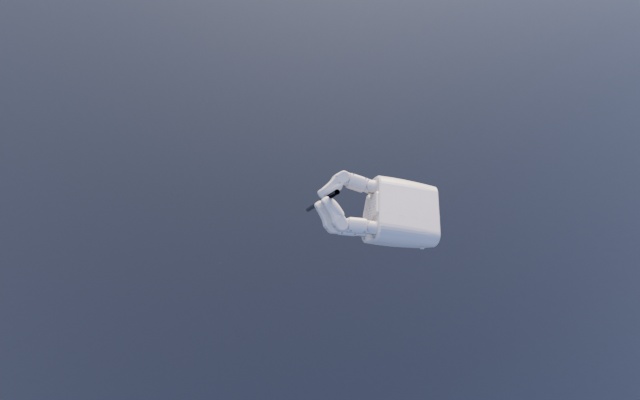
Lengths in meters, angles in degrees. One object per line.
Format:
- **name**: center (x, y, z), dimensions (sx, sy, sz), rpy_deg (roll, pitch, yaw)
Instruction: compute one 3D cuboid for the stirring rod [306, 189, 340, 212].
- **stirring rod**: center (0.000, 0.003, 0.817), dimensions (0.011, 0.011, 0.239), rpy_deg (0, -7, -12)
